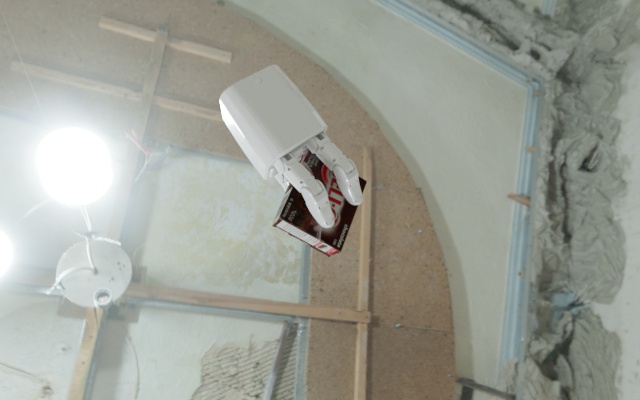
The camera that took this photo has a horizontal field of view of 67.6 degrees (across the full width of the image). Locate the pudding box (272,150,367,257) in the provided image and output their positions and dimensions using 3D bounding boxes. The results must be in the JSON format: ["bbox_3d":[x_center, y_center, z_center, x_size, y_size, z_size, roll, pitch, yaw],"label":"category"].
[{"bbox_3d":[0.000,0.002,0.612,0.090,0.113,0.039,29,-26,-13],"label":"pudding box"}]
